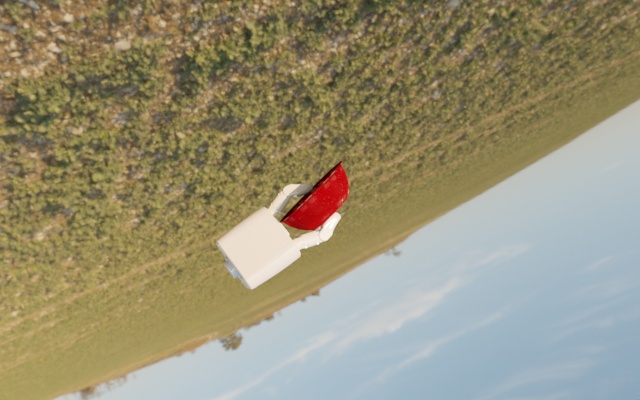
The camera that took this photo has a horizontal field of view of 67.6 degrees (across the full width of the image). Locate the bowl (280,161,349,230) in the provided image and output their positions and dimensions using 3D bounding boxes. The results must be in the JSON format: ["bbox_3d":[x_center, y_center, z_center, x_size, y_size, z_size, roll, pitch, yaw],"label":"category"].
[{"bbox_3d":[0.001,0.002,0.867,0.055,0.162,0.162,45,5,-4],"label":"bowl"}]
